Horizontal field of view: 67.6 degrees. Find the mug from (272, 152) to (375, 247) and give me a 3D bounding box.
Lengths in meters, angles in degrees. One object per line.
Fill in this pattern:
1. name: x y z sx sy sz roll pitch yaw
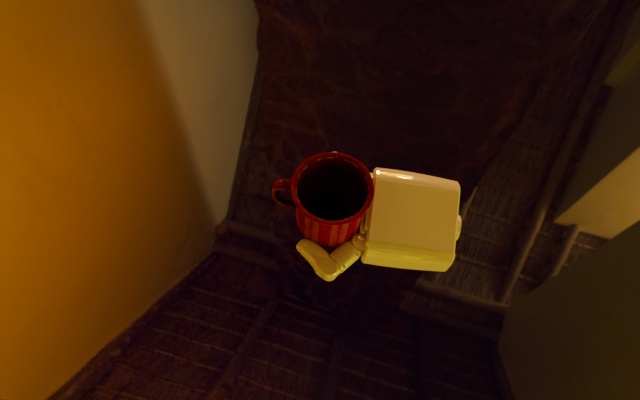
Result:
1. mug: -0.001 0.002 0.561 0.117 0.093 0.081 9 -28 2
